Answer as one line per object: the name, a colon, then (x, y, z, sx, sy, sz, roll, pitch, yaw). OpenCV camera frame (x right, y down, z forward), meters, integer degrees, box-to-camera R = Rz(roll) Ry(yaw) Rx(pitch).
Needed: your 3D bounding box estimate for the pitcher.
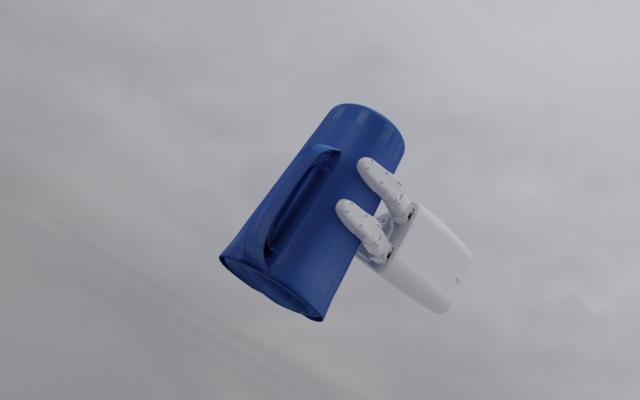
pitcher: (0.000, 0.002, 0.549, 0.145, 0.242, 0.149, 39, -22, -19)
